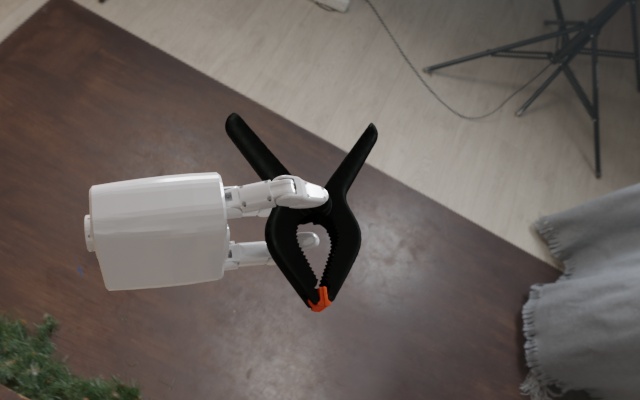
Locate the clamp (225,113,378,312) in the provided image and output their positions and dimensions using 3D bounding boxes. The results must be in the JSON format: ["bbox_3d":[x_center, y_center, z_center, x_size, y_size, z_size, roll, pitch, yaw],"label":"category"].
[{"bbox_3d":[0.000,0.002,0.476,0.164,0.210,0.036,-6,-22,-18],"label":"clamp"}]
